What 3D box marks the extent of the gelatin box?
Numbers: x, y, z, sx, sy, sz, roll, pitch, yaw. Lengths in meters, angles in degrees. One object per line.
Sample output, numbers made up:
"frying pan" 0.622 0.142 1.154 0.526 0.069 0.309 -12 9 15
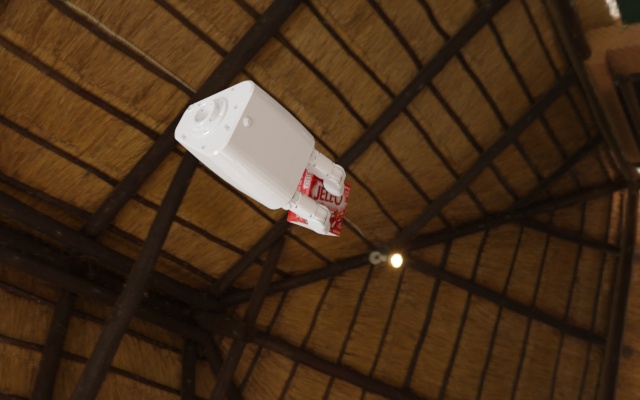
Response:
"gelatin box" 0.000 0.002 0.625 0.030 0.073 0.089 6 -11 37
